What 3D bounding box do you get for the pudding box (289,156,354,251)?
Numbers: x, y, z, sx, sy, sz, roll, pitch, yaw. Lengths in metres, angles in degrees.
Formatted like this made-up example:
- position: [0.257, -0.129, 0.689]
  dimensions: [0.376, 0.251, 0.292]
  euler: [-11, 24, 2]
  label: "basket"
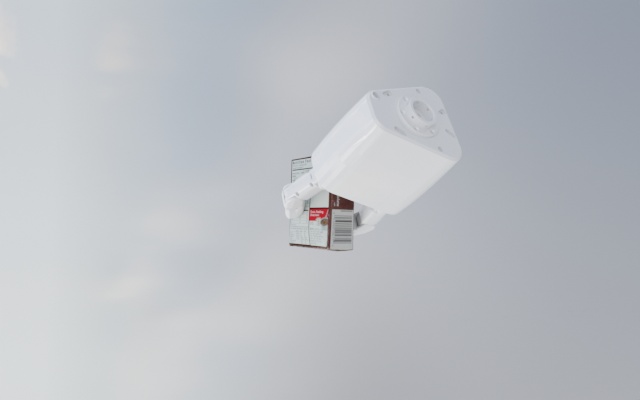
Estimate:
- position: [0.000, 0.002, 0.573]
  dimensions: [0.039, 0.113, 0.090]
  euler: [5, -4, -33]
  label: "pudding box"
